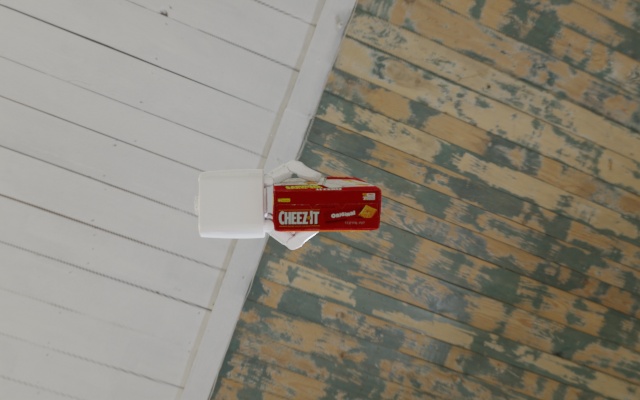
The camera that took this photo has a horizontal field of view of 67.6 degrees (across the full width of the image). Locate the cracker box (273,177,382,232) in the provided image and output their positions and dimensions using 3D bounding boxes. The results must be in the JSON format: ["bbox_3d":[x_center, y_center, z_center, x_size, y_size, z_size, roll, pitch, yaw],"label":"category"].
[{"bbox_3d":[0.000,0.002,0.815,0.164,0.072,0.213,-1,8,-6],"label":"cracker box"}]
